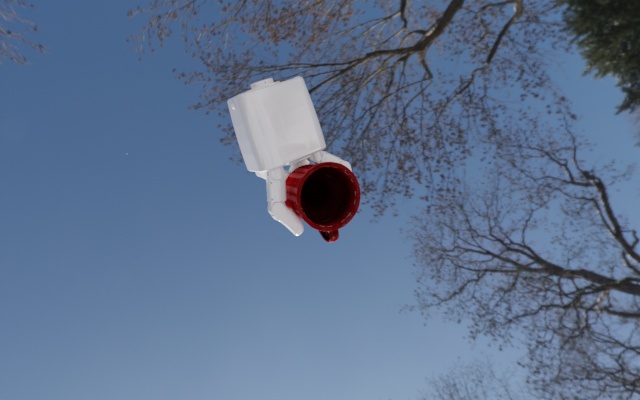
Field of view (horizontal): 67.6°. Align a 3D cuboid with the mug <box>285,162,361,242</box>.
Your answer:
[{"bbox_3d":[0.001,0.004,0.672,0.093,0.117,0.081,-21,14,-19],"label":"mug"}]
